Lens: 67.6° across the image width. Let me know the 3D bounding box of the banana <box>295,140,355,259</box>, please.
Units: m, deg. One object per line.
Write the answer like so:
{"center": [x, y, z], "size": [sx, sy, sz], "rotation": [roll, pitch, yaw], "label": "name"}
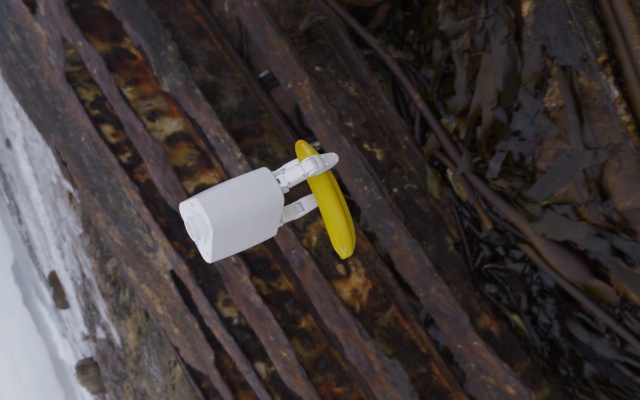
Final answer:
{"center": [0.011, 0.006, 0.687], "size": [0.037, 0.198, 0.069], "rotation": [-27, 16, -26], "label": "banana"}
